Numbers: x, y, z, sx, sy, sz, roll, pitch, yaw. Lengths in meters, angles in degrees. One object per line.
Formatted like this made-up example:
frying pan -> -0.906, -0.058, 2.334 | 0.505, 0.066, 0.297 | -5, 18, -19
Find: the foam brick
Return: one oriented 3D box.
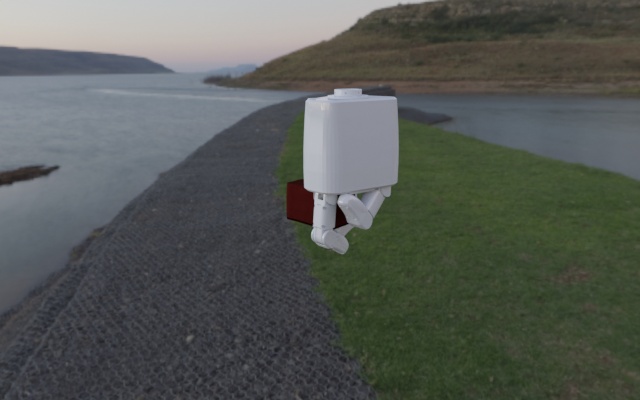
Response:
foam brick -> 0.000, 0.002, 0.621 | 0.078, 0.051, 0.053 | 13, 22, 41
